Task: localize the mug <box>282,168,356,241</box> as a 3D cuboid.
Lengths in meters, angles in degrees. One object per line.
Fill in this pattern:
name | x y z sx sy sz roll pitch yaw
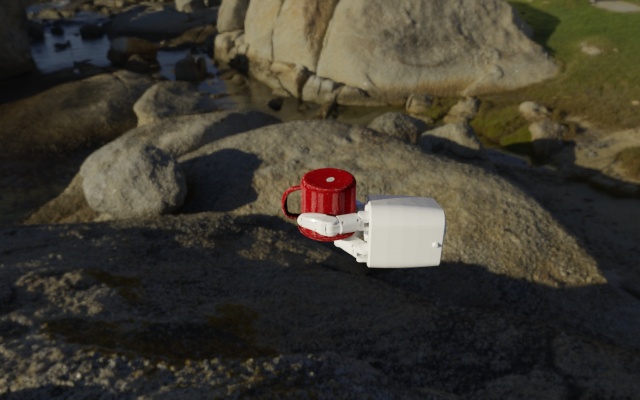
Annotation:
mug | -0.001 0.002 0.716 0.117 0.081 0.093 1 28 1
